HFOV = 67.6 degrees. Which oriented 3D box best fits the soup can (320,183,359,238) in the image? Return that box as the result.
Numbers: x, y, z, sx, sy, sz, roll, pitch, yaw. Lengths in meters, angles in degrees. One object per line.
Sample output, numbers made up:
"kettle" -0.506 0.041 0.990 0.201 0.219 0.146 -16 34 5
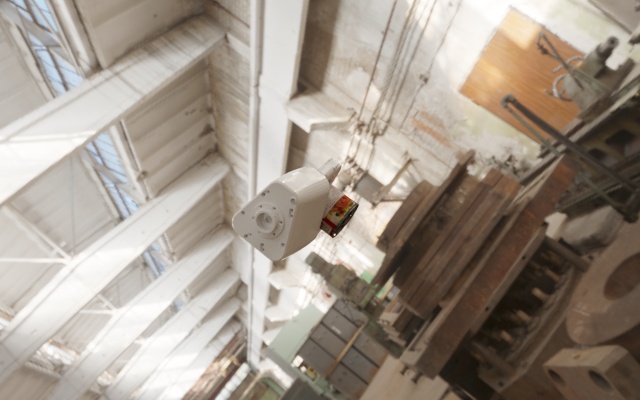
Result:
"soup can" 0.000 0.002 0.751 0.102 0.068 0.068 37 8 11
